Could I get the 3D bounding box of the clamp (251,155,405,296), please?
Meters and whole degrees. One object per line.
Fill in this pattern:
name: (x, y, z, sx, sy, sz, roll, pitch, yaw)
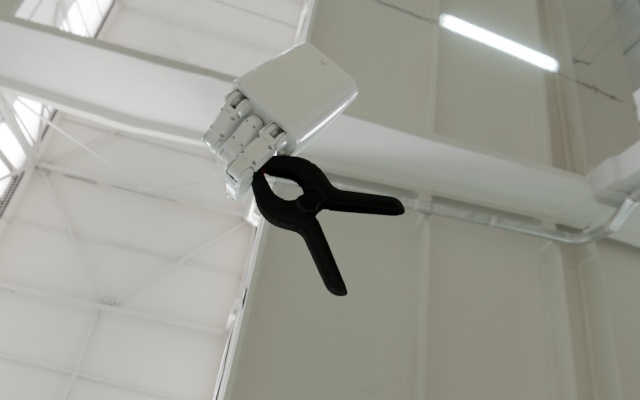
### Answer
clamp: (0.000, 0.002, 0.498, 0.120, 0.171, 0.039, -42, -10, -24)
